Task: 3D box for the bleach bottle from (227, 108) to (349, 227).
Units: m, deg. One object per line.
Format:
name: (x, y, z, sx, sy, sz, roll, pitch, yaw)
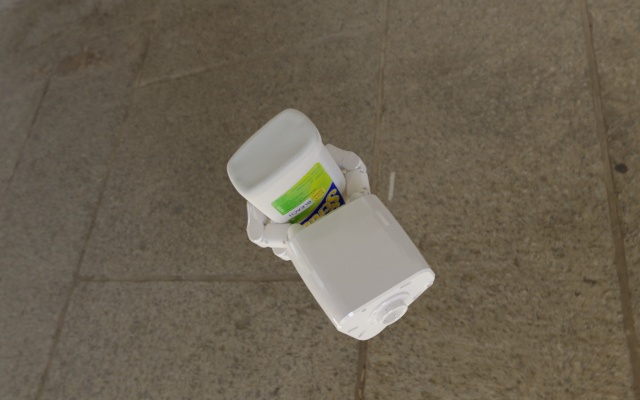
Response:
bleach bottle: (0.000, 0.002, 0.564, 0.102, 0.068, 0.251, -40, -34, 5)
